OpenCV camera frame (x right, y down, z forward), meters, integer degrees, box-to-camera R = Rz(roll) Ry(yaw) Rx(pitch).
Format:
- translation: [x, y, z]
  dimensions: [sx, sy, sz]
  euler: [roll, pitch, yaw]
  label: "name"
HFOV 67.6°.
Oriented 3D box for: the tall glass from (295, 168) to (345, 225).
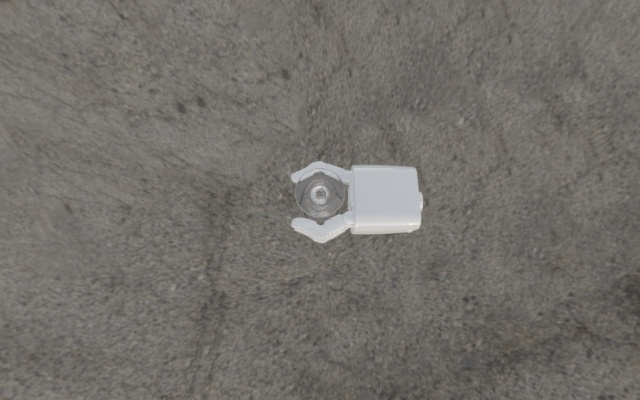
- translation: [0.000, 0.002, 0.803]
  dimensions: [0.079, 0.079, 0.201]
  euler: [0, -8, 0]
  label: "tall glass"
